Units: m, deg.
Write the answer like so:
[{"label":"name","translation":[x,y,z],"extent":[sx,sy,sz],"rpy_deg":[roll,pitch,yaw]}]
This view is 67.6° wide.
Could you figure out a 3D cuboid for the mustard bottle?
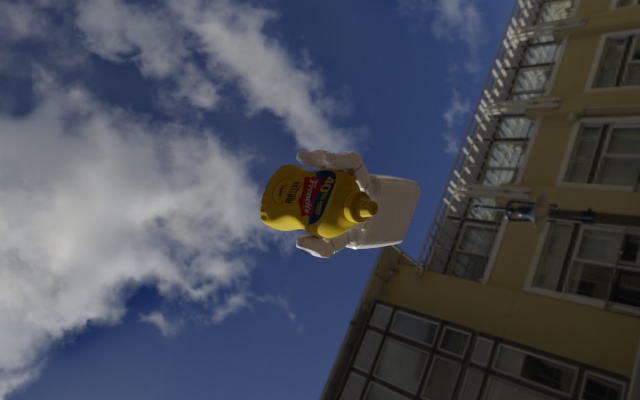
[{"label":"mustard bottle","translation":[0.000,0.002,0.655],"extent":[0.191,0.096,0.058],"rpy_deg":[8,-20,46]}]
